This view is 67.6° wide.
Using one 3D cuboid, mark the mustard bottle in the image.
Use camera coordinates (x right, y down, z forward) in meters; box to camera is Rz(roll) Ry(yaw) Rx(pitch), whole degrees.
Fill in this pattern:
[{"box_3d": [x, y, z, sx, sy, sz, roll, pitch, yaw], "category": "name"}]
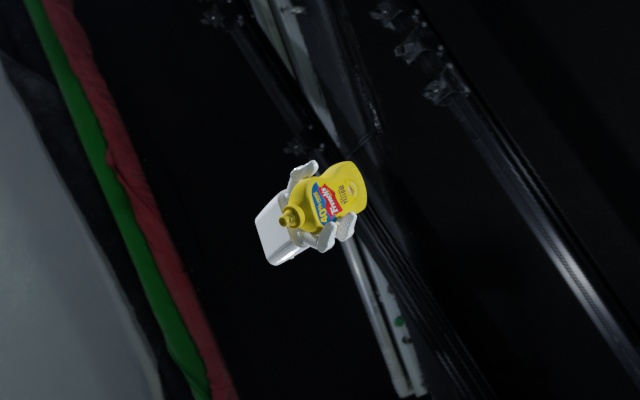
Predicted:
[{"box_3d": [0.001, 0.003, 0.825, 0.058, 0.096, 0.191, -4, 16, 45], "category": "mustard bottle"}]
